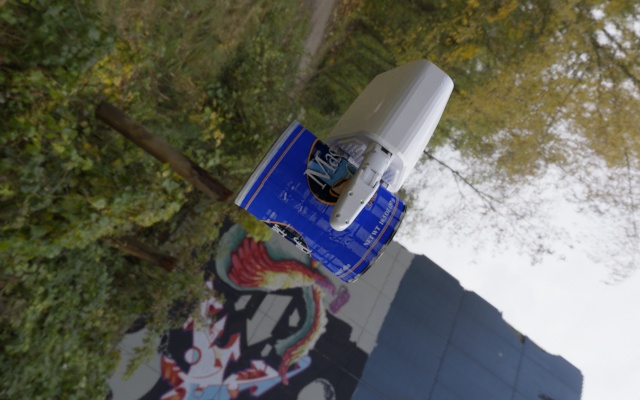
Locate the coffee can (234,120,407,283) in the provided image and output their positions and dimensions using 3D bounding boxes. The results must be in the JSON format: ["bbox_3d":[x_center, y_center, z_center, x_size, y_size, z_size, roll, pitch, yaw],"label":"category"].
[{"bbox_3d":[0.000,0.002,0.482,0.140,0.103,0.103,36,-4,-5],"label":"coffee can"}]
